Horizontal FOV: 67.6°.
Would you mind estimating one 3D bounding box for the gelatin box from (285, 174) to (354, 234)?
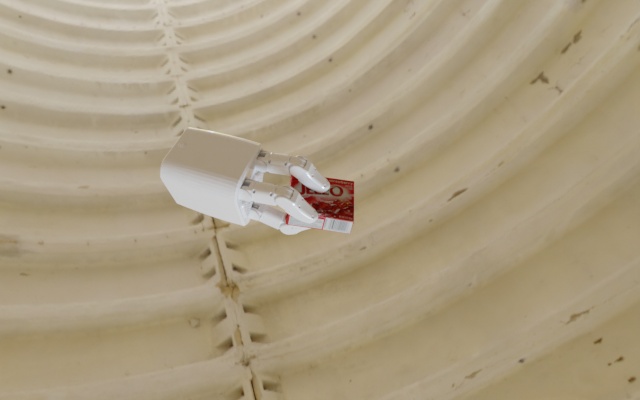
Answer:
[{"bbox_3d":[0.000,0.002,0.639,0.089,0.073,0.030,9,-42,-5],"label":"gelatin box"}]
